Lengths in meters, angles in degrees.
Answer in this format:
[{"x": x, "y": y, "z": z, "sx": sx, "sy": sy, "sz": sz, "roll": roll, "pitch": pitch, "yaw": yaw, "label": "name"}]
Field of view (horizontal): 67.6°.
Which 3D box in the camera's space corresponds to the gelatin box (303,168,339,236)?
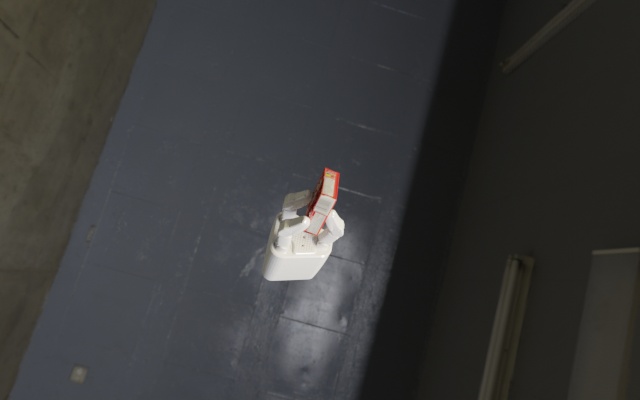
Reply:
[{"x": 0.001, "y": 0.003, "z": 0.791, "sx": 0.030, "sy": 0.089, "sz": 0.073, "roll": 20, "pitch": 39, "yaw": -9, "label": "gelatin box"}]
